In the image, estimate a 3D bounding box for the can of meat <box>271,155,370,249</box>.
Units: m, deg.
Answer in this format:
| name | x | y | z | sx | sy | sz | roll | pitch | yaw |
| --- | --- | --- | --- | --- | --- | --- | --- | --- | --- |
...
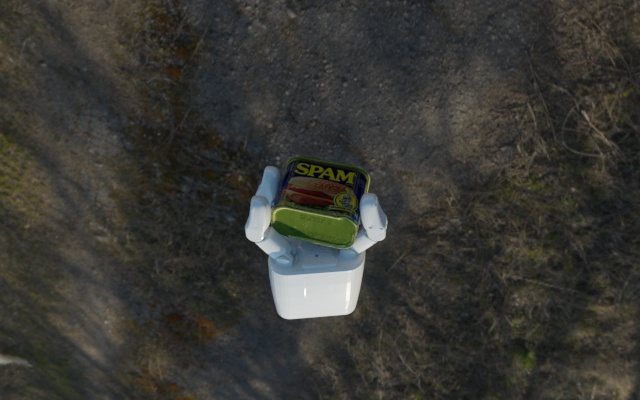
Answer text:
| name | x | y | z | sx | sy | sz | roll | pitch | yaw |
| --- | --- | --- | --- | --- | --- | --- | --- | --- | --- |
| can of meat | 0.000 | 0.002 | 0.545 | 0.102 | 0.084 | 0.057 | 11 | -44 | 5 |
